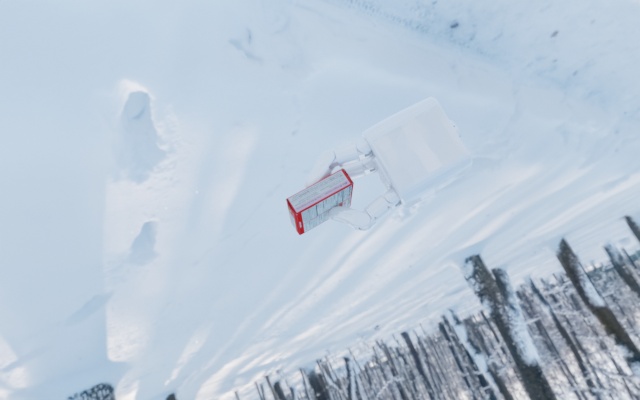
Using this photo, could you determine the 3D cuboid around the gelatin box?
[{"bbox_3d":[0.000,0.003,0.643,0.089,0.030,0.073,-30,-22,-12],"label":"gelatin box"}]
